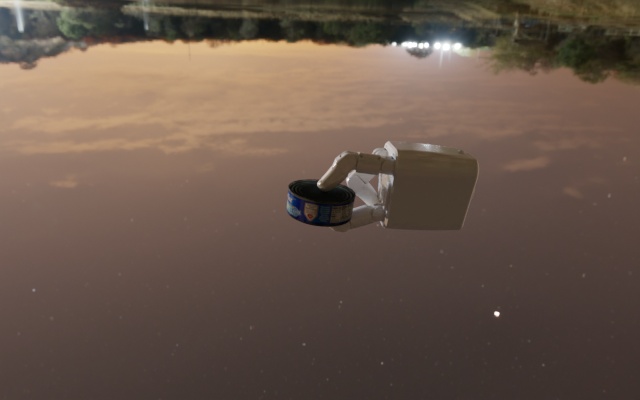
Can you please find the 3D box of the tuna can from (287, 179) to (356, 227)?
[{"bbox_3d":[0.000,0.003,0.607,0.086,0.034,0.086,7,20,-2],"label":"tuna can"}]
